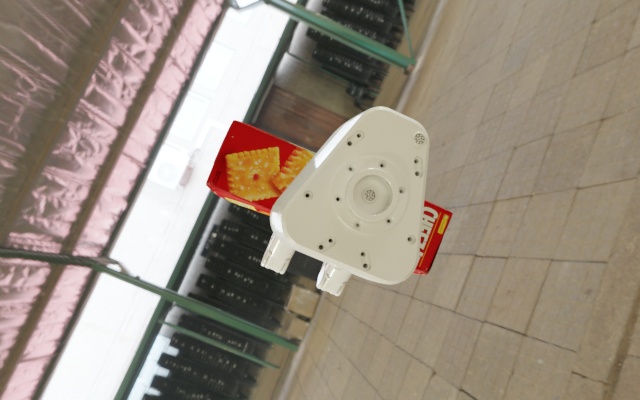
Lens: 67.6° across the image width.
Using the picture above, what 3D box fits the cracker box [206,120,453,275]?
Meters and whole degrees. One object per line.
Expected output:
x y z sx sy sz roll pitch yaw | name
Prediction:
0.000 0.001 0.494 0.214 0.072 0.164 23 -4 -6 | cracker box
